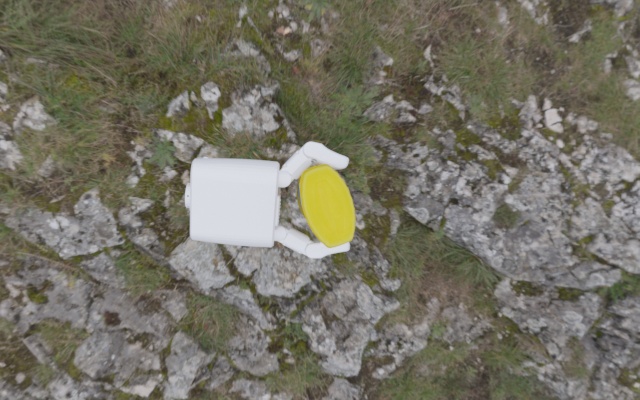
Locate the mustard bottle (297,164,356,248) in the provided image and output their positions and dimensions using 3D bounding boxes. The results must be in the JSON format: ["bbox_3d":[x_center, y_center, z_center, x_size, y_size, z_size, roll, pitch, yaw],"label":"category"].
[{"bbox_3d":[0.000,0.002,0.633,0.058,0.096,0.191,-20,5,-4],"label":"mustard bottle"}]
